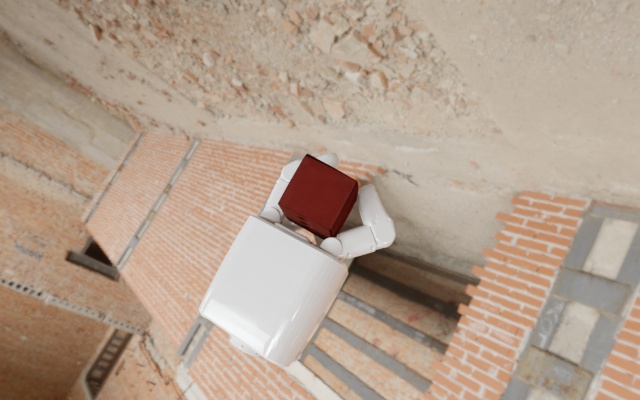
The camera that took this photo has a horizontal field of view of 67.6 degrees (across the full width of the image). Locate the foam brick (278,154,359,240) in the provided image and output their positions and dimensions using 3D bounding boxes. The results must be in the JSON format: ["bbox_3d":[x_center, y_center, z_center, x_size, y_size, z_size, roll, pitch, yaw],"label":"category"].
[{"bbox_3d":[0.000,0.001,0.438,0.053,0.051,0.078,29,-10,10],"label":"foam brick"}]
